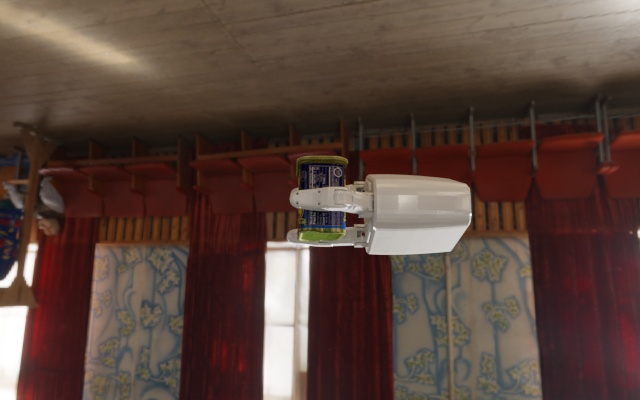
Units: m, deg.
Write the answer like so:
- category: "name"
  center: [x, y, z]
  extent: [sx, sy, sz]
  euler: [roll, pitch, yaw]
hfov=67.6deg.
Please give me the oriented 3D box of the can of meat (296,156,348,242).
- category: "can of meat"
  center: [0.000, 0.002, 0.555]
  extent: [0.057, 0.084, 0.102]
  euler: [1, -10, -3]
